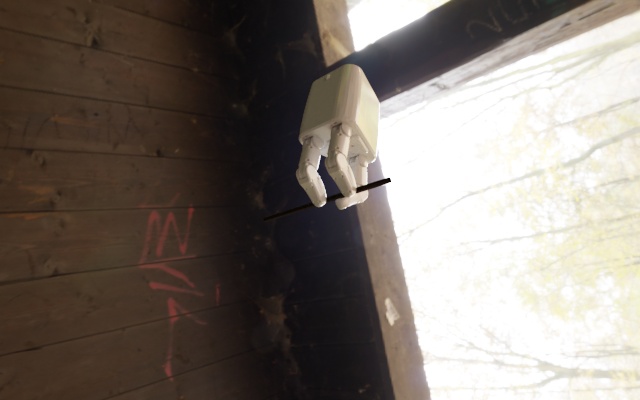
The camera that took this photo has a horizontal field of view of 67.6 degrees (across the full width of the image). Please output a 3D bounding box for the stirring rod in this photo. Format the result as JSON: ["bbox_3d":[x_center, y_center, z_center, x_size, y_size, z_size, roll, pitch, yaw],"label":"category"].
[{"bbox_3d":[0.000,0.002,0.676,0.239,0.011,0.011,-18,-12,41],"label":"stirring rod"}]
